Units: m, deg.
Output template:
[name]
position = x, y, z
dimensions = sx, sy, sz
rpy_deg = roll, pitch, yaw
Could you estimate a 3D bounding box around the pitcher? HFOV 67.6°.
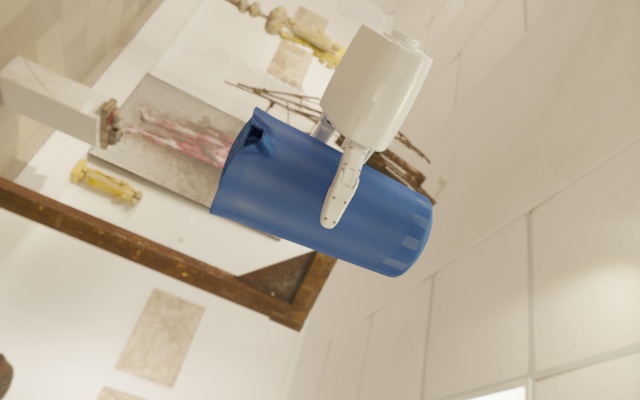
[pitcher]
position = 0.000, 0.002, 0.573
dimensions = 0.243, 0.145, 0.149
rpy_deg = 24, 20, -9
